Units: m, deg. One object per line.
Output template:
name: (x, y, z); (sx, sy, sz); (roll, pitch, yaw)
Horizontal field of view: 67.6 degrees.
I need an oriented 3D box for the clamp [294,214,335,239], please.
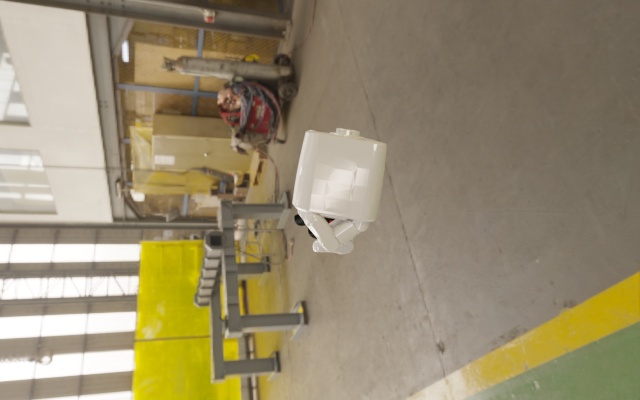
clamp: (0.000, 0.003, 0.767); (0.039, 0.120, 0.171); (9, 10, -20)
